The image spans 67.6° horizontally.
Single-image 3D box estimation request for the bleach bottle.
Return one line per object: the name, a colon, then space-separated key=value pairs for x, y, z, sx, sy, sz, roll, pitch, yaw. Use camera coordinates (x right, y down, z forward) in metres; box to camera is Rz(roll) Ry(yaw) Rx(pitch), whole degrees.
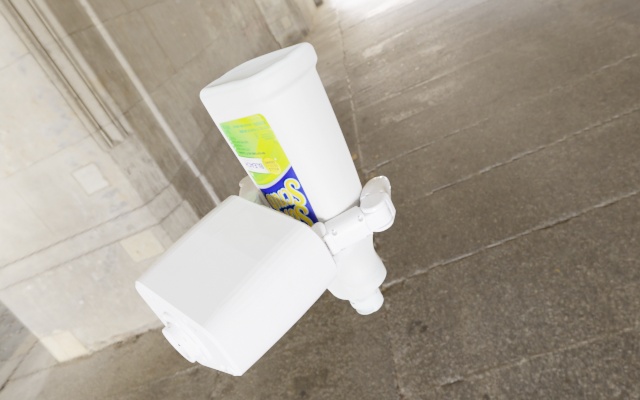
bleach bottle: x=0.000 y=0.001 z=0.409 sx=0.102 sy=0.251 sz=0.068 roll=3 pitch=39 yaw=49
